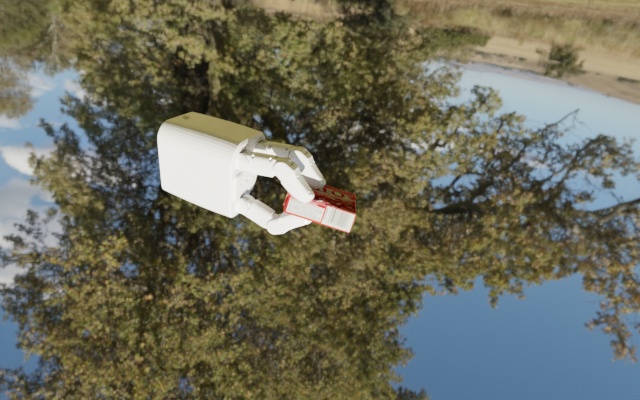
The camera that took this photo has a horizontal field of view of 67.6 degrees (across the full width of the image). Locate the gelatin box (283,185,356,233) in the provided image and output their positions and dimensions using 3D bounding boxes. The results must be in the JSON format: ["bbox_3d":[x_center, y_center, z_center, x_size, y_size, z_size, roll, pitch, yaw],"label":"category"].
[{"bbox_3d":[0.000,0.003,0.613,0.089,0.030,0.073,18,20,-4],"label":"gelatin box"}]
